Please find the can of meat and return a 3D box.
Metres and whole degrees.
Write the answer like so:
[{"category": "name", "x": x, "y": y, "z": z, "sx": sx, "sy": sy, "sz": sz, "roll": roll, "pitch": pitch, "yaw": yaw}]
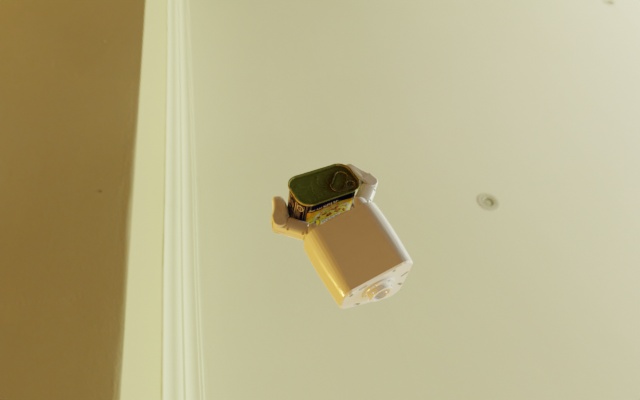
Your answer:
[{"category": "can of meat", "x": 0.000, "y": 0.002, "z": 0.702, "sx": 0.102, "sy": 0.057, "sz": 0.084, "roll": -19, "pitch": -35, "yaw": -24}]
